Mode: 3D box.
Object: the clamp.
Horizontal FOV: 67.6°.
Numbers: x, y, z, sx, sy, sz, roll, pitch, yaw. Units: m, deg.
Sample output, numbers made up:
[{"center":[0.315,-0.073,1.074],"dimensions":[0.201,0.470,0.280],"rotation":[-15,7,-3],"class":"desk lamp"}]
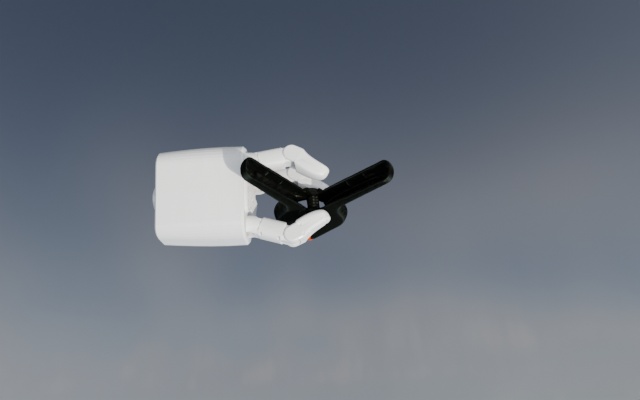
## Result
[{"center":[0.000,0.003,0.590],"dimensions":[0.164,0.036,0.210],"rotation":[-1,-24,2],"class":"clamp"}]
